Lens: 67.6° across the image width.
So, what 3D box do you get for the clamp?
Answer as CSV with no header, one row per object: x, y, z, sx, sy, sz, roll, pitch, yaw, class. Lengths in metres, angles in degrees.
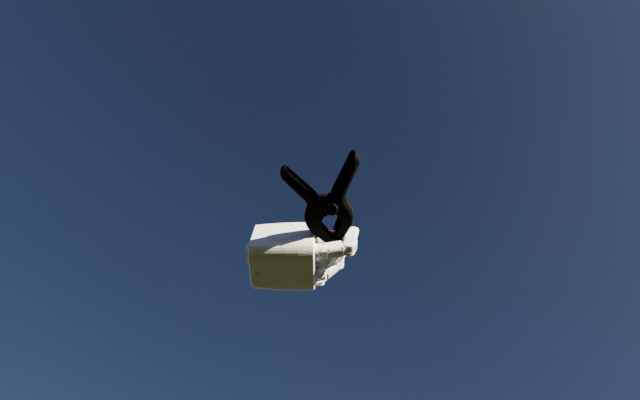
0.000,0.002,0.747,0.120,0.172,0.039,-2,31,-2,clamp
